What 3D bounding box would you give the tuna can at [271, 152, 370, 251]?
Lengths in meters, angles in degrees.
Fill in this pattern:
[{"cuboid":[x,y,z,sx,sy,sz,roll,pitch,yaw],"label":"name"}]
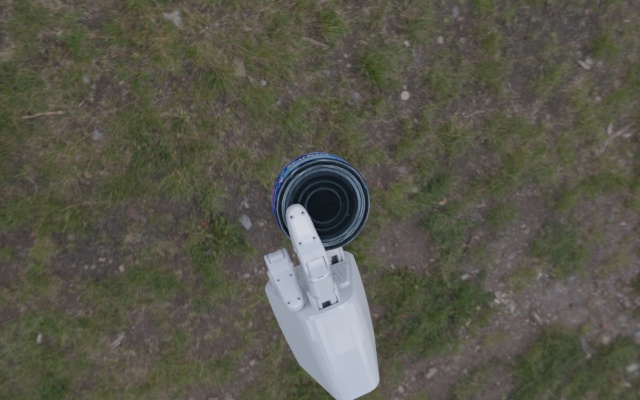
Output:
[{"cuboid":[0.000,0.001,0.426,0.086,0.086,0.033,0,14,-11],"label":"tuna can"}]
